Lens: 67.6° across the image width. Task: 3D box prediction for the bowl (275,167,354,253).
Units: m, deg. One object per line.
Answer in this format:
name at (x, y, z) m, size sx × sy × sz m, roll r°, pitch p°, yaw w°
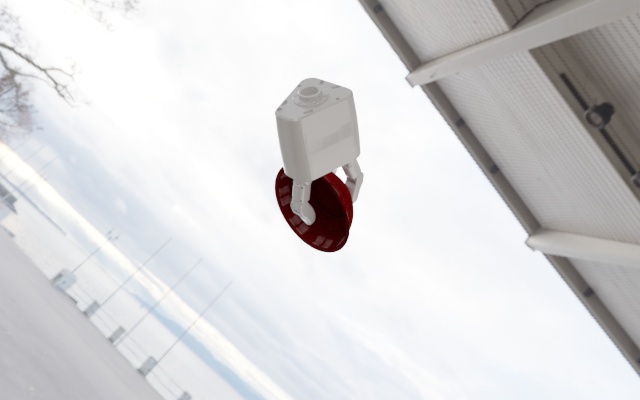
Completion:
bowl at (0.000, 0.003, 0.775) m, size 0.162 × 0.162 × 0.055 m, roll 0°, pitch 26°, yaw 48°
